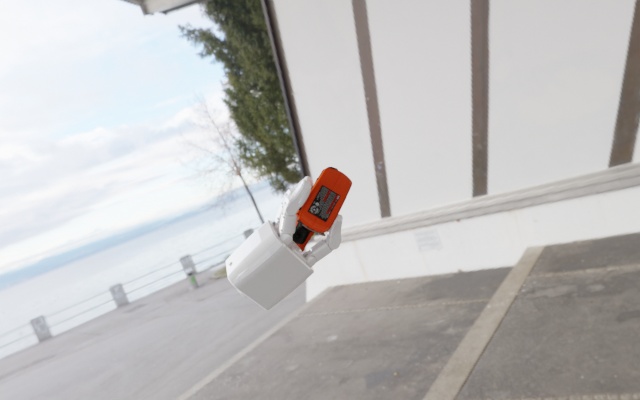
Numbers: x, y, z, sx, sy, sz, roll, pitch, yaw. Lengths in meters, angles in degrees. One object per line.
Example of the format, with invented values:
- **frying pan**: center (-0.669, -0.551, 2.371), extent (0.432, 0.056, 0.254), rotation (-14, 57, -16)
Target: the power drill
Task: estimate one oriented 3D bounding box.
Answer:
- **power drill**: center (0.000, 0.003, 0.848), extent (0.057, 0.184, 0.188), rotation (28, -15, -3)
